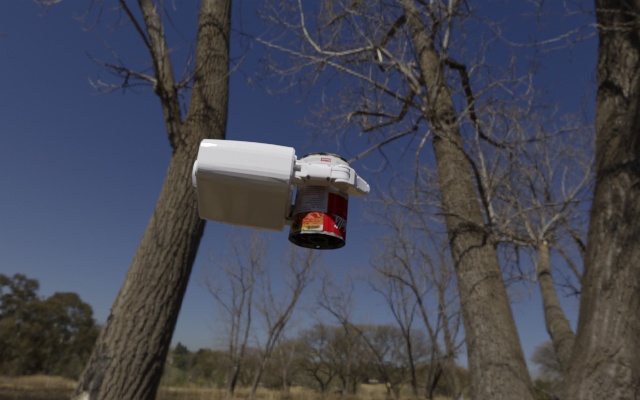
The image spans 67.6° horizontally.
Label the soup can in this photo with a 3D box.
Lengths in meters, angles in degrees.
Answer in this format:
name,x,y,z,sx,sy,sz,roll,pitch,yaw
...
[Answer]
name,x,y,z,sx,sy,sz,roll,pitch,yaw
soup can,0.001,0.002,0.579,0.068,0.102,0.068,5,-21,2
